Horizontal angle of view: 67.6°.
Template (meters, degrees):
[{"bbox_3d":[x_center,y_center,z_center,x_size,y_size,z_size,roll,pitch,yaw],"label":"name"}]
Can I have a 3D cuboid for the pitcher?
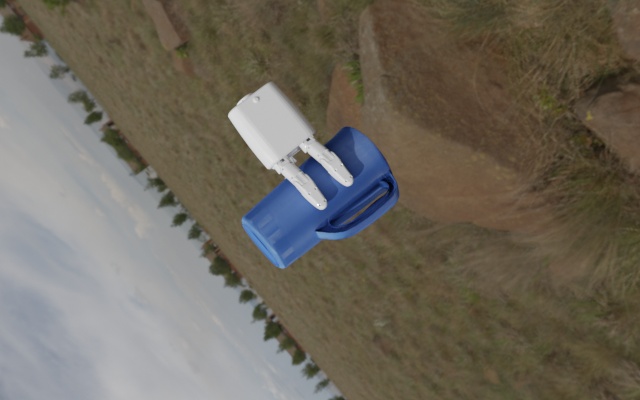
[{"bbox_3d":[0.000,0.002,0.786,0.243,0.145,0.149,-40,6,-14],"label":"pitcher"}]
